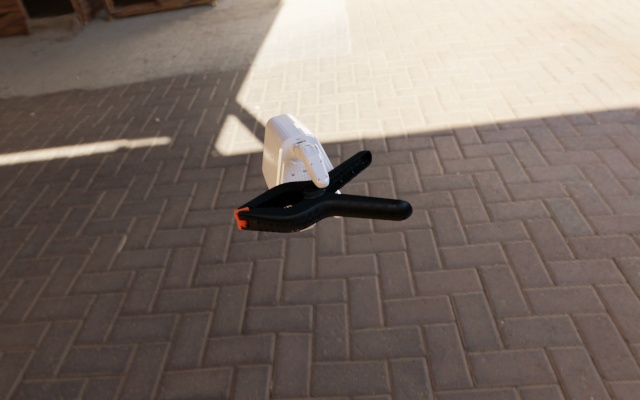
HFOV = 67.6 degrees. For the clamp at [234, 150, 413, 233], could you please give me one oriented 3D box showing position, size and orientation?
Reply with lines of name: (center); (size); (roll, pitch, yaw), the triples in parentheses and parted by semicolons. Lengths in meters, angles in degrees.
clamp: (-0.001, 0.001, 0.597); (0.210, 0.036, 0.164); (-18, 31, -12)
